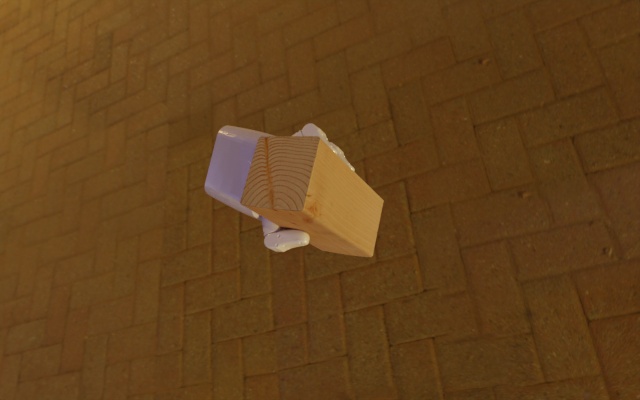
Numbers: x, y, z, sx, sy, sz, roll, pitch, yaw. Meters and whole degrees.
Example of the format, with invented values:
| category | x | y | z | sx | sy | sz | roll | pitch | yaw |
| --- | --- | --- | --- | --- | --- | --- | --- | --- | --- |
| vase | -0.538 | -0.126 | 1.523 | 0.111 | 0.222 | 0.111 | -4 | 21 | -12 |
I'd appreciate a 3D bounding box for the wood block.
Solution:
| category | x | y | z | sx | sy | sz | roll | pitch | yaw |
| --- | --- | --- | --- | --- | --- | --- | --- | --- | --- |
| wood block | 0.000 | 0.002 | 0.628 | 0.090 | 0.090 | 0.206 | 5 | -17 | 31 |
